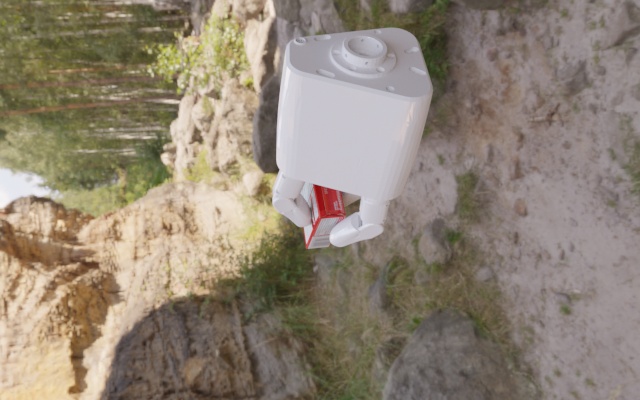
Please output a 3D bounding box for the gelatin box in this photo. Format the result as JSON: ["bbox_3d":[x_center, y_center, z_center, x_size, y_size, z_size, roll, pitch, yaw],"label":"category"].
[{"bbox_3d":[0.000,0.002,0.509,0.030,0.073,0.089,-3,-26,-13],"label":"gelatin box"}]
